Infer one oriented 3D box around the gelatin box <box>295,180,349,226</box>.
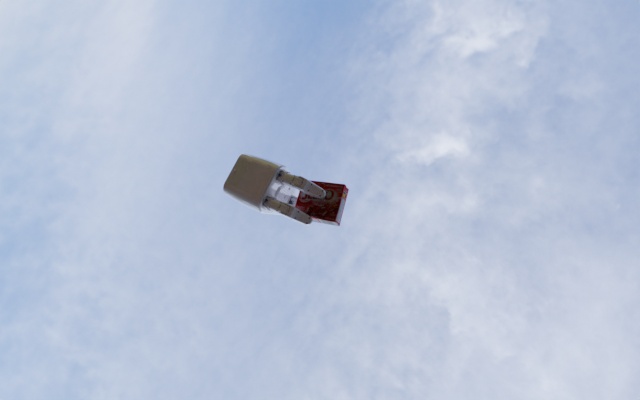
[{"bbox_3d":[0.001,0.003,0.877,0.089,0.073,0.030,9,-16,25],"label":"gelatin box"}]
